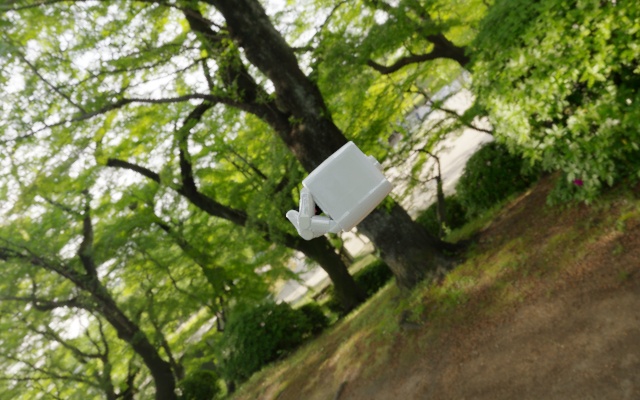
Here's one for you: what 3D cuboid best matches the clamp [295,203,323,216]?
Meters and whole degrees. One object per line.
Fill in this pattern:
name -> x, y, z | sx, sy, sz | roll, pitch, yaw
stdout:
clamp -> 0.000, 0.003, 0.889 | 0.120, 0.039, 0.171 | -40, 6, 2
